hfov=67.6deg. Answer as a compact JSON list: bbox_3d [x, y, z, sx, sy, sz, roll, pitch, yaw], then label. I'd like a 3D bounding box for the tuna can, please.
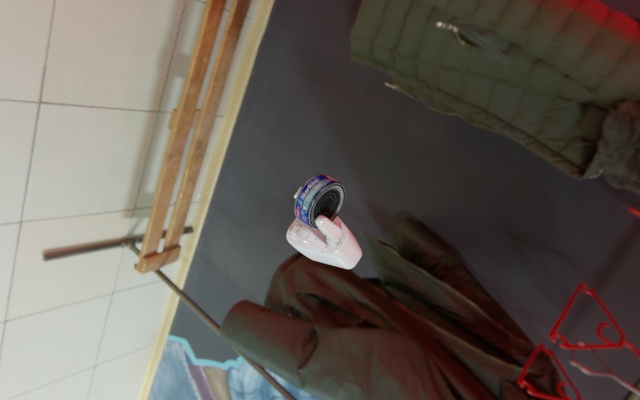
[{"bbox_3d":[0.000,0.003,0.767,0.033,0.086,0.086,33,19,34],"label":"tuna can"}]
